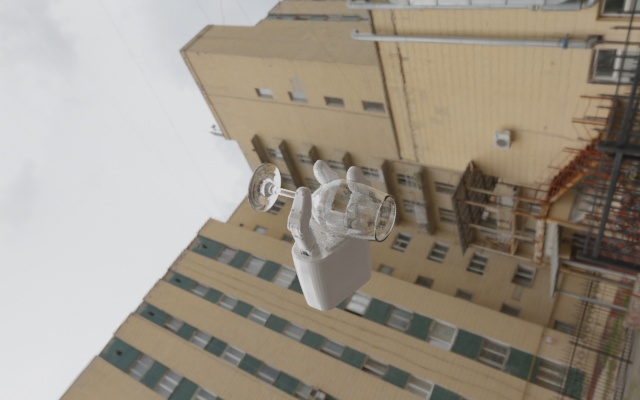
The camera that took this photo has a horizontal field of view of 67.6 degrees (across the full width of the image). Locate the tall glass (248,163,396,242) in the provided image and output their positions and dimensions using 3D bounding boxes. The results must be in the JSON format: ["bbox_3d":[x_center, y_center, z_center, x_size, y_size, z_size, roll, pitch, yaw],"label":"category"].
[{"bbox_3d":[-0.001,0.002,0.655,0.201,0.079,0.079,14,7,31],"label":"tall glass"}]
